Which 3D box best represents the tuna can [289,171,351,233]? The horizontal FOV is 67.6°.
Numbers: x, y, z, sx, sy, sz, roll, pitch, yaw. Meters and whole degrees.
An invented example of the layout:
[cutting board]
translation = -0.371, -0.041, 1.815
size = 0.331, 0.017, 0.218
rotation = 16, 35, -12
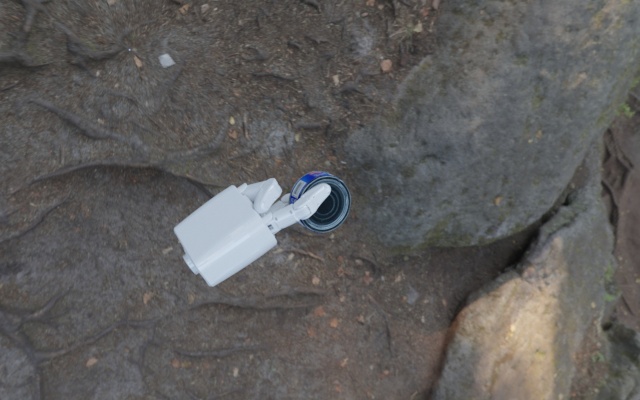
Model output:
[tuna can]
translation = 0.000, 0.002, 0.686
size = 0.086, 0.086, 0.033
rotation = 0, 13, -26
